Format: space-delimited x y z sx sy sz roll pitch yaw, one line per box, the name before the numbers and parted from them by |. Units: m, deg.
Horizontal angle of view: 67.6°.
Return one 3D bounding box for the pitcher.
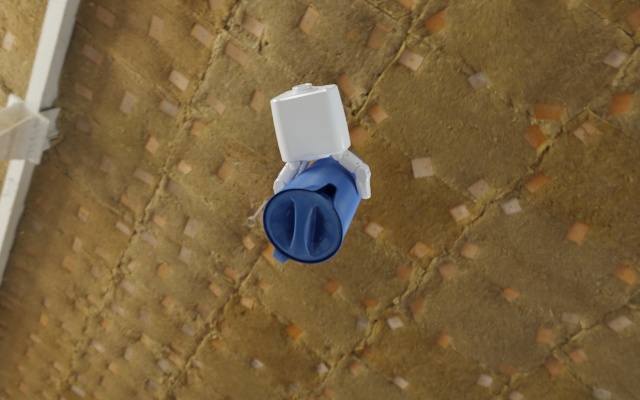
pitcher | 0.000 0.003 0.843 0.149 0.145 0.242 -5 22 22
